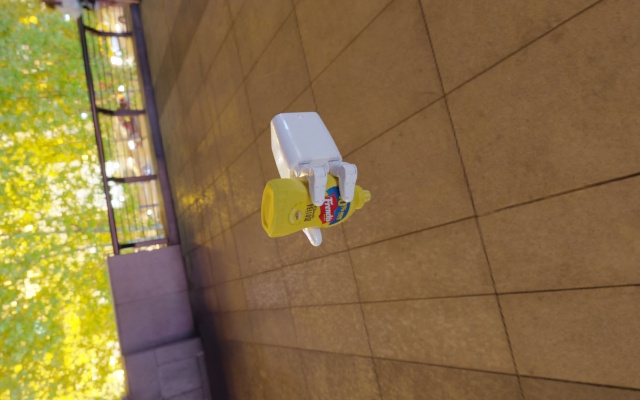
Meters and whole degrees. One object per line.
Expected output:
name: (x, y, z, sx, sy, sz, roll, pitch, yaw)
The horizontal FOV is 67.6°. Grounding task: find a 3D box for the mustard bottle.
mustard bottle: (0.000, 0.003, 0.796, 0.191, 0.096, 0.058, -8, 35, -28)
